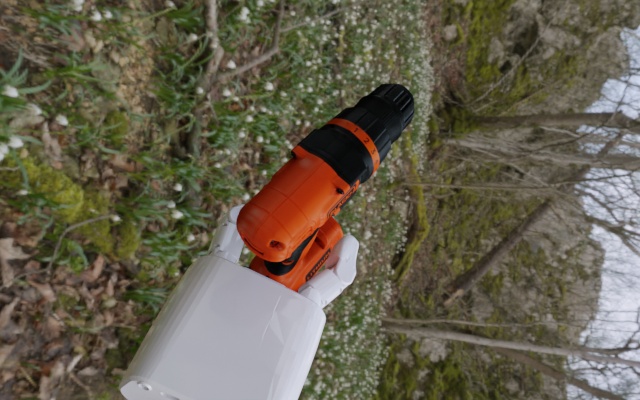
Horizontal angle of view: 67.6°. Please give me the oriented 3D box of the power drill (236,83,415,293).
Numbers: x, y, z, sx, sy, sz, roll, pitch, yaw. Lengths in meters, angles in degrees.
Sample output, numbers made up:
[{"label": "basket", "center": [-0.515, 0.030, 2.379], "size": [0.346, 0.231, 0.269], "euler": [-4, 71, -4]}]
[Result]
[{"label": "power drill", "center": [0.000, 0.002, 0.413], "size": [0.184, 0.057, 0.188], "euler": [-44, -14, -27]}]
